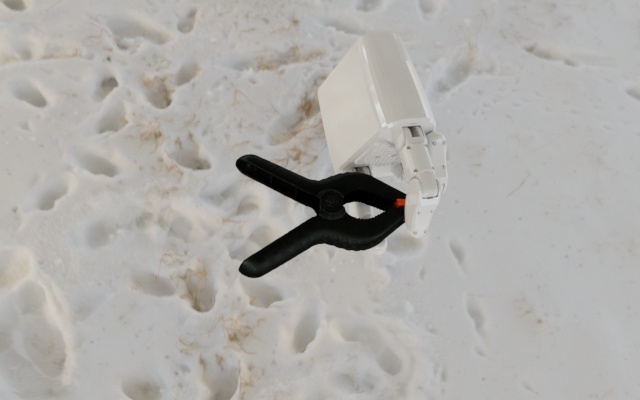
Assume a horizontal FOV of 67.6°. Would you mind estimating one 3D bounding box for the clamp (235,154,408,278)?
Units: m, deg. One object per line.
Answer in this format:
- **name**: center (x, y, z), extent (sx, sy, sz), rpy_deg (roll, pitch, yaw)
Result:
- **clamp**: center (0.000, 0.001, 0.444), extent (0.171, 0.120, 0.039), rpy_deg (-8, -22, -17)
